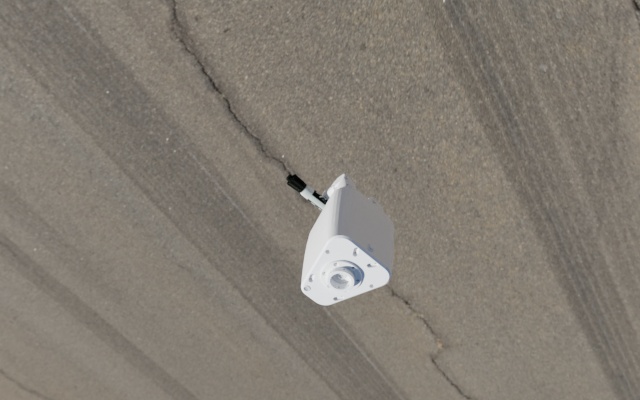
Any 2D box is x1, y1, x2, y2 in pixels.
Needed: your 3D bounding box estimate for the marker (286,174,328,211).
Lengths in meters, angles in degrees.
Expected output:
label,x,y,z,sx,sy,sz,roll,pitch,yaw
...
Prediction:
label,x,y,z,sx,sy,sz,roll,pitch,yaw
marker,0.000,0.002,0.687,0.121,0.020,0.020,38,-12,-16
